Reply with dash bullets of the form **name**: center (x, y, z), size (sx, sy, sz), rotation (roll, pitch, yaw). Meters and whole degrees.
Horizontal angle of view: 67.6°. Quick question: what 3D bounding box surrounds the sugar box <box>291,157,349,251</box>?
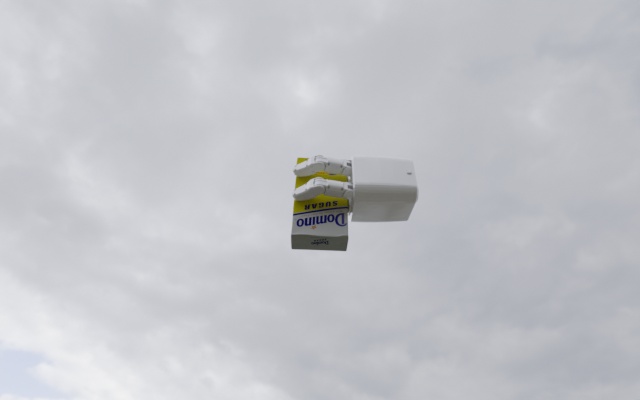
- **sugar box**: center (0.000, 0.002, 0.813), size (0.093, 0.176, 0.048), rotation (2, -43, -1)
